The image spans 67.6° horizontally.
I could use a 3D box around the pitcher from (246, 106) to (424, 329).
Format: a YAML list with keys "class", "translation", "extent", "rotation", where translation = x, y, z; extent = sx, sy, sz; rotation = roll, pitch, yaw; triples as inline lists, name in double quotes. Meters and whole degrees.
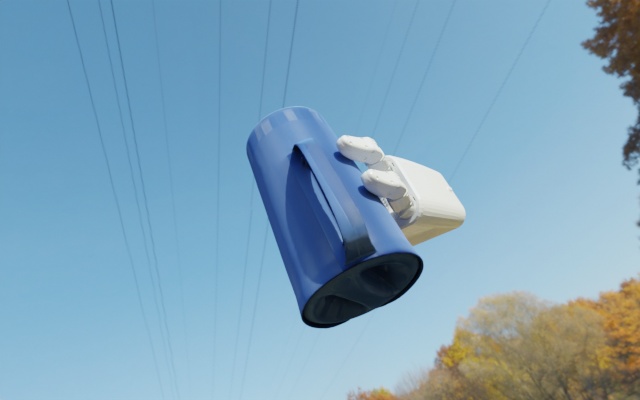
- class: "pitcher"
  translation: [0.000, 0.002, 0.529]
  extent: [0.145, 0.242, 0.149]
  rotation: [10, -48, -42]
